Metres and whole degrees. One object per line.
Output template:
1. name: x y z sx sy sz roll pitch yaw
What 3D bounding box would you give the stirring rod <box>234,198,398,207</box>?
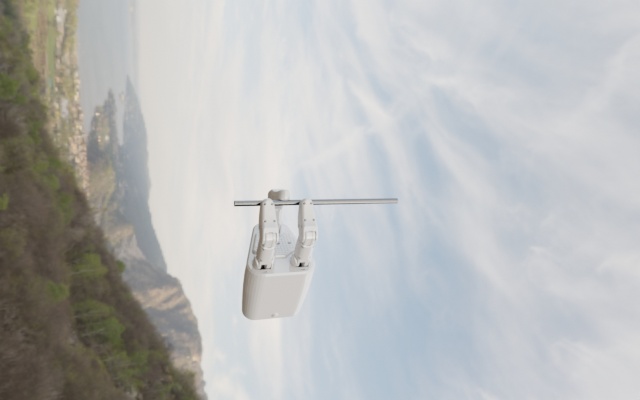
1. stirring rod: 0.000 0.002 0.667 0.239 0.011 0.011 -1 0 -20
